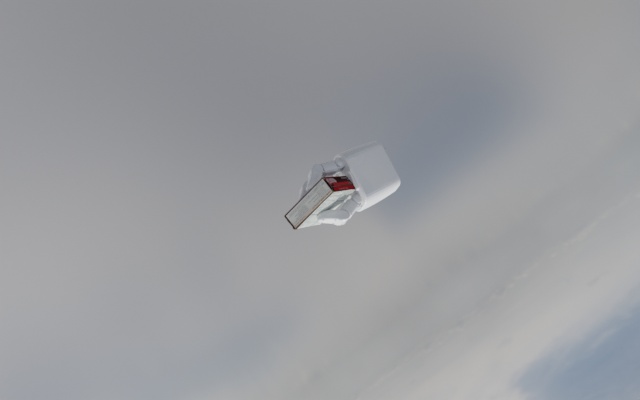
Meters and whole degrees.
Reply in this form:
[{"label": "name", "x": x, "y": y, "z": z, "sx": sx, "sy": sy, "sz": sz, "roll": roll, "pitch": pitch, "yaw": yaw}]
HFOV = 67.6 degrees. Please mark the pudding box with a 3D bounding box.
[{"label": "pudding box", "x": 0.000, "y": 0.003, "z": 0.877, "sx": 0.113, "sy": 0.039, "sz": 0.090, "roll": -46, "pitch": -19, "yaw": 25}]
